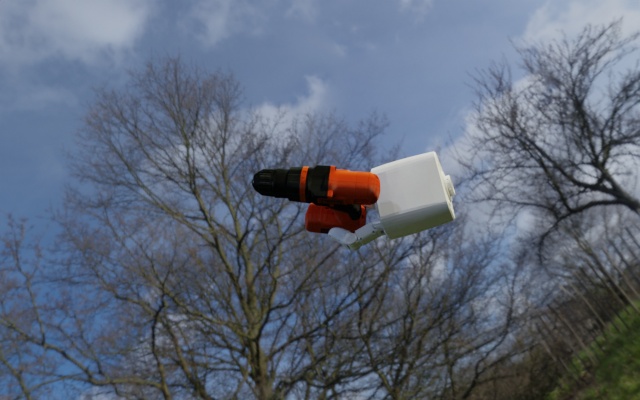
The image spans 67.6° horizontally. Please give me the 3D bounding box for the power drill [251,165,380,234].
[{"bbox_3d":[0.000,0.003,0.743,0.184,0.057,0.188,5,-18,9],"label":"power drill"}]
